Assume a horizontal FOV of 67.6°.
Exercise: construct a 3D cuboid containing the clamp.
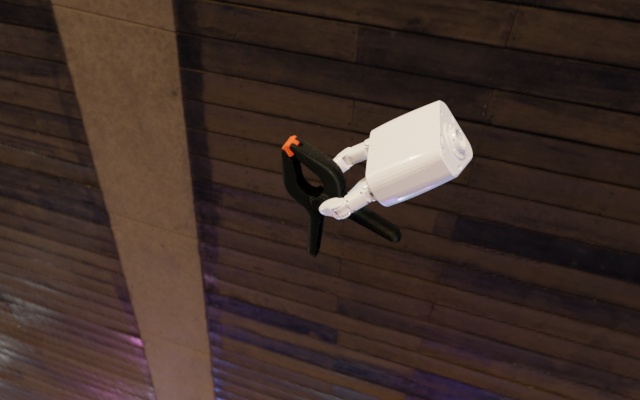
[{"bbox_3d":[0.000,0.002,0.704,0.164,0.210,0.036,-23,25,36],"label":"clamp"}]
